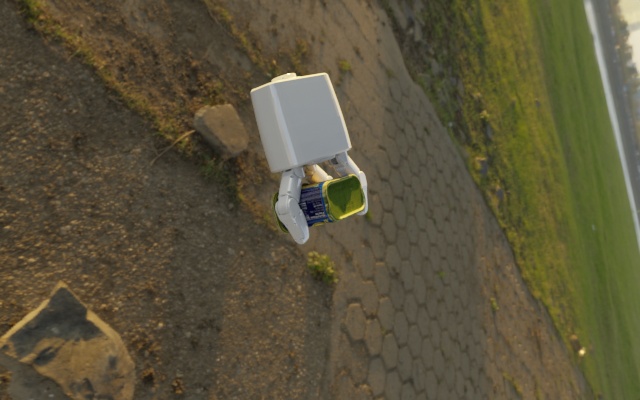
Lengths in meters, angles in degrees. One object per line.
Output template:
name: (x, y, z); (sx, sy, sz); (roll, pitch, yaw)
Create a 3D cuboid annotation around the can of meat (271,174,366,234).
can of meat: (0.000, 0.002, 0.629); (0.084, 0.057, 0.102); (-12, 5, 33)
